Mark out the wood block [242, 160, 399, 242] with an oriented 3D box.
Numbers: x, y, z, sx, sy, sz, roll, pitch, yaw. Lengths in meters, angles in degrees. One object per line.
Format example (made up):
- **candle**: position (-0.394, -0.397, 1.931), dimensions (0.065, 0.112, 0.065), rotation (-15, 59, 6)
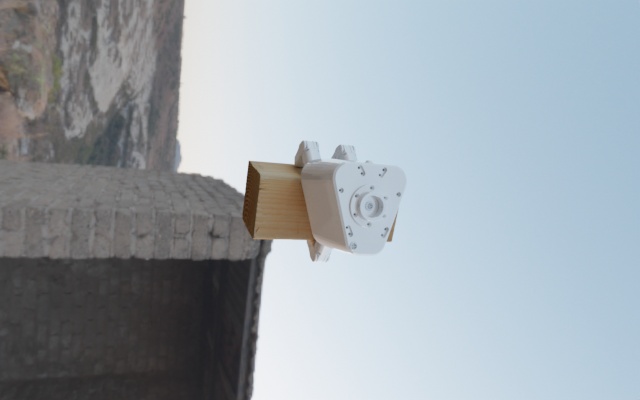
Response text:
- **wood block**: position (0.000, 0.003, 0.688), dimensions (0.206, 0.091, 0.090), rotation (4, 16, -20)
